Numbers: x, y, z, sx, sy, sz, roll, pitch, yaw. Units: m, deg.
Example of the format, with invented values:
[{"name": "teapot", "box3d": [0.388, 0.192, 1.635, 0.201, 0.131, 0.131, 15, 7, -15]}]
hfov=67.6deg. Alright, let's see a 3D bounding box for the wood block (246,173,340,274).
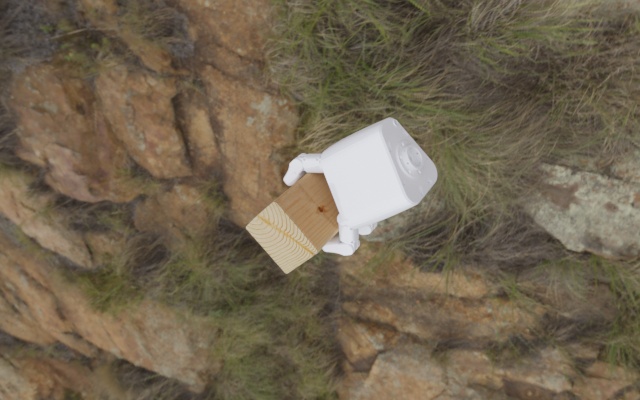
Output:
[{"name": "wood block", "box3d": [0.000, 0.002, 0.715, 0.090, 0.091, 0.206, -39, 2, 46]}]
